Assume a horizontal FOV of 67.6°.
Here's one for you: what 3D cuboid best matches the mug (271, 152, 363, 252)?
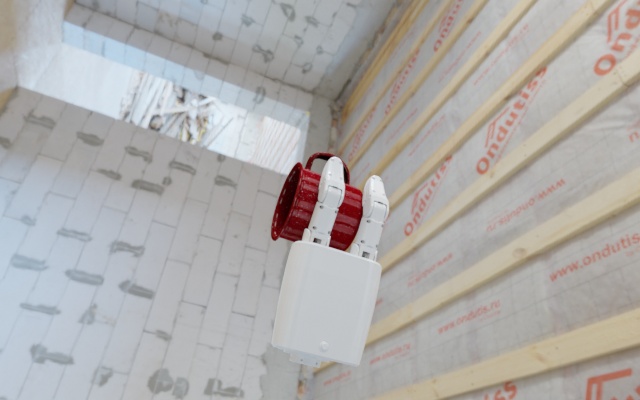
[{"bbox_3d":[0.001,0.001,0.549,0.081,0.117,0.093,19,-17,-15],"label":"mug"}]
